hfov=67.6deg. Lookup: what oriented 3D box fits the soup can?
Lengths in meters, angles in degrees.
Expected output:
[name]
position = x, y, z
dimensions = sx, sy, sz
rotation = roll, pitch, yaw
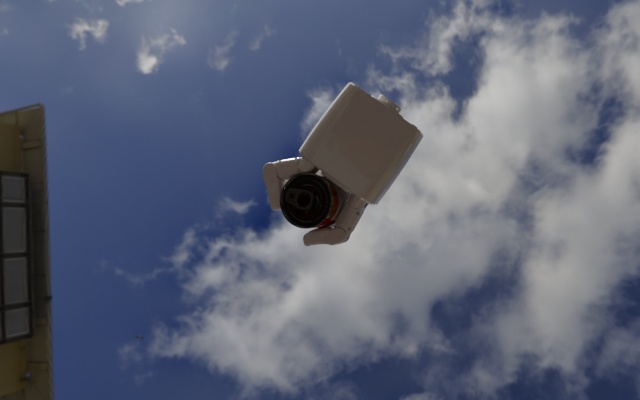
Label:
[soup can]
position = 0.000, 0.003, 0.618
dimensions = 0.068, 0.068, 0.102
rotation = 0, -3, 22
